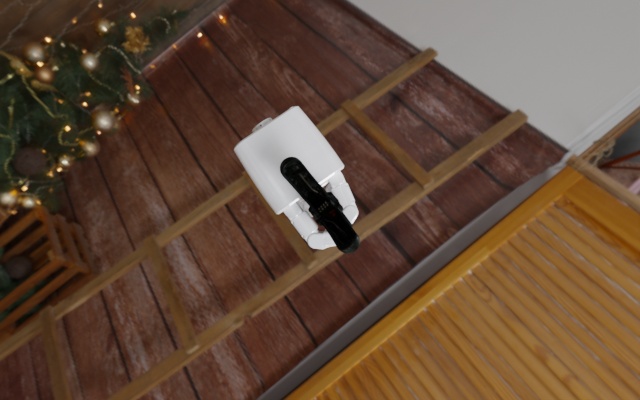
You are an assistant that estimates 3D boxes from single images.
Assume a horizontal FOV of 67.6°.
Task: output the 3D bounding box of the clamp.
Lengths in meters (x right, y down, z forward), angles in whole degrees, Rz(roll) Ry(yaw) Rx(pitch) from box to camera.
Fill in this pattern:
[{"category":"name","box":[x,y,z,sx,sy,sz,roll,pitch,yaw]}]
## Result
[{"category":"clamp","box":[0.001,0.002,0.563,0.039,0.120,0.171,-32,1,0]}]
